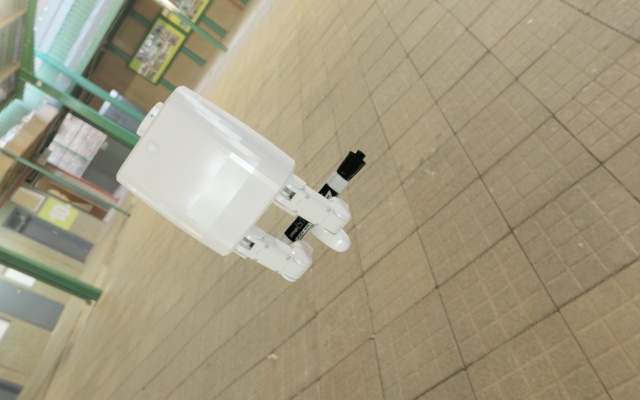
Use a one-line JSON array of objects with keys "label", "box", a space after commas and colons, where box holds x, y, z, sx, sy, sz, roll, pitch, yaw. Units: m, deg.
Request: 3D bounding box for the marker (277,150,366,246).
[{"label": "marker", "box": [0.000, 0.002, 0.448, 0.020, 0.121, 0.020, 37, 14, -11]}]
